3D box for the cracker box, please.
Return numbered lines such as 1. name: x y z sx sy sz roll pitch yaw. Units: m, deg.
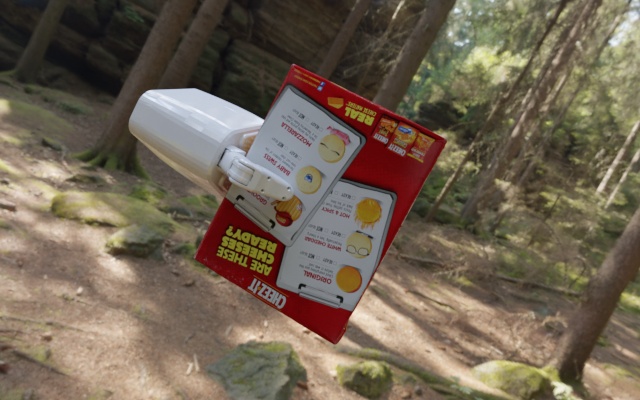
1. cracker box: 0.000 0.001 0.472 0.164 0.214 0.072 29 5 12
